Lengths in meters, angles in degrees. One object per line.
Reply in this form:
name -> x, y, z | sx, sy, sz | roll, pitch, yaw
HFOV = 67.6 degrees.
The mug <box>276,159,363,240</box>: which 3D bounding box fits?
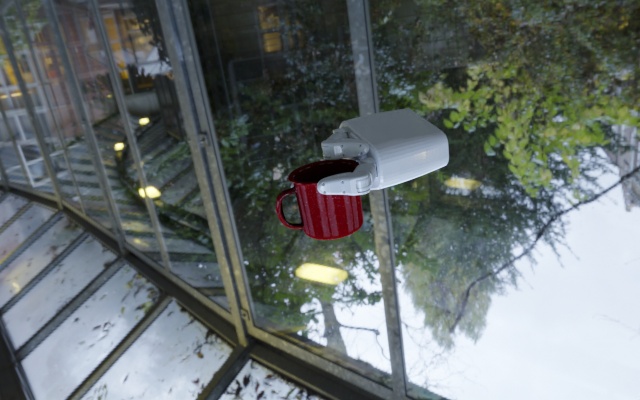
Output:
mug -> -0.001, 0.003, 0.616 | 0.117, 0.081, 0.093 | -16, 22, -16
